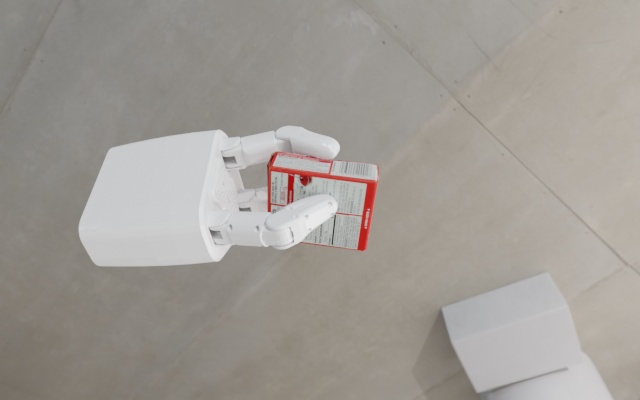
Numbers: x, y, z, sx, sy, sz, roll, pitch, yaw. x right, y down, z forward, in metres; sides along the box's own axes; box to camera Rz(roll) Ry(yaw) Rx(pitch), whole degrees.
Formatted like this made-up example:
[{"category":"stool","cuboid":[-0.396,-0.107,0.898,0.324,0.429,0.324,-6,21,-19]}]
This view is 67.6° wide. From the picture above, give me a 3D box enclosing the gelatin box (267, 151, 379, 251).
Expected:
[{"category":"gelatin box","cuboid":[0.000,0.002,0.400,0.089,0.073,0.030,8,35,4]}]
